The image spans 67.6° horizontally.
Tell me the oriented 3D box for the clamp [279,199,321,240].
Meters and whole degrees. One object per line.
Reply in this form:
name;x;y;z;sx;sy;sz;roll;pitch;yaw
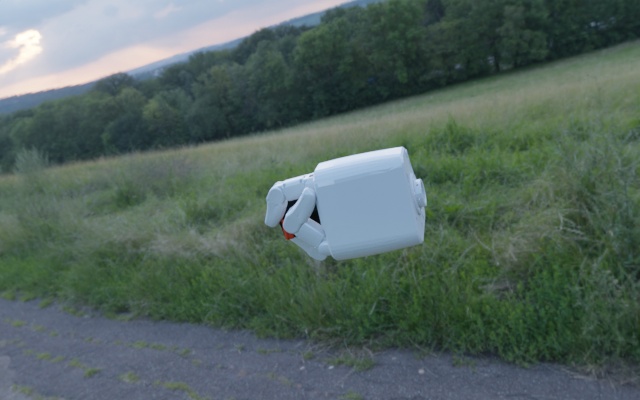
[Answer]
clamp;0.000;0.002;0.664;0.120;0.039;0.171;-12;21;20
